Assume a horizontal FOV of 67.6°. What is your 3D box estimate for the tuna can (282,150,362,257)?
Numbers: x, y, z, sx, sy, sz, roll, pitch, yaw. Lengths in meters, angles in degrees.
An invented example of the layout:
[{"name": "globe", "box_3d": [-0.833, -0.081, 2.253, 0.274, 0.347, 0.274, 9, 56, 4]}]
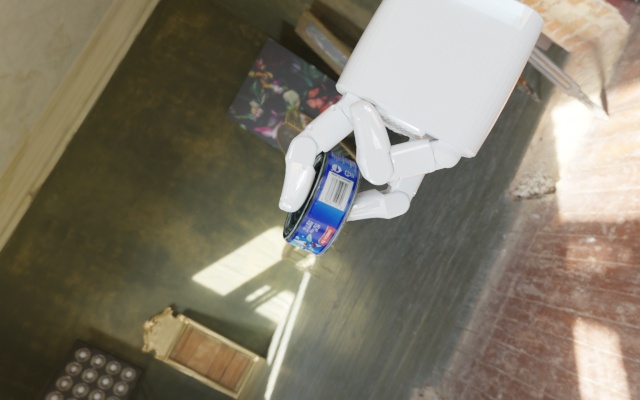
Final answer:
[{"name": "tuna can", "box_3d": [0.000, 0.001, 0.401, 0.034, 0.086, 0.086, 24, -5, -11]}]
